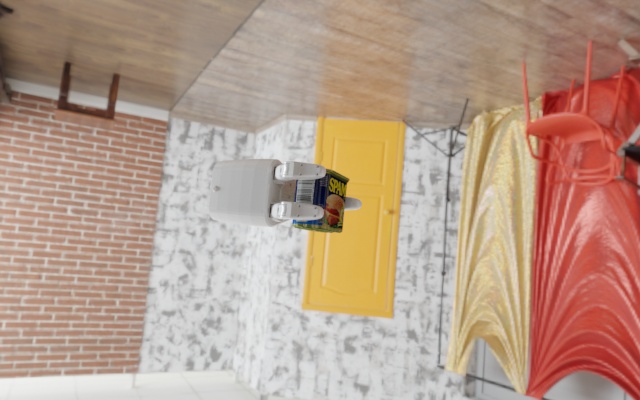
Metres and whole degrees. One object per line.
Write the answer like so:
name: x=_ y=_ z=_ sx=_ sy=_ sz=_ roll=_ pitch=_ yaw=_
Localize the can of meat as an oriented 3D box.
can of meat: x=0.000 y=0.003 z=0.689 sx=0.057 sy=0.084 sz=0.102 roll=3 pitch=-6 yaw=23
